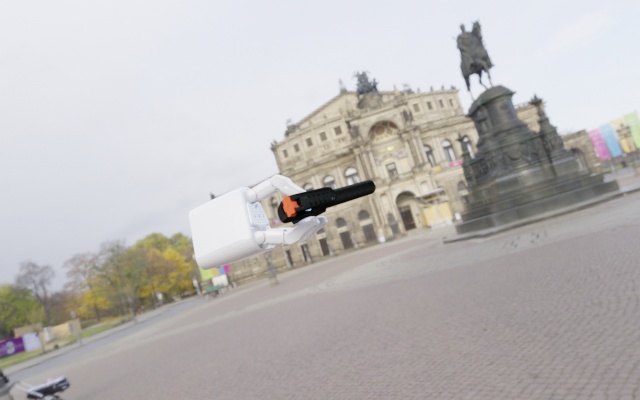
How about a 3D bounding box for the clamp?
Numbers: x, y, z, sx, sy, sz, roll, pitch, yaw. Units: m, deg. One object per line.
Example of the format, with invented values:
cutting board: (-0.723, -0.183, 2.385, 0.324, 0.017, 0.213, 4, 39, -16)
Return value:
clamp: (-0.001, 0.002, 0.751, 0.164, 0.036, 0.210, -25, -8, 12)
